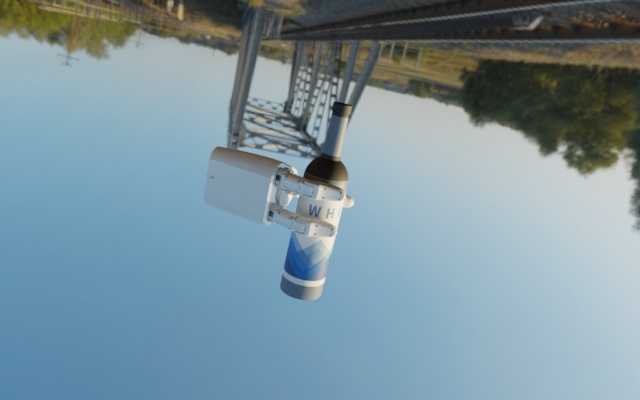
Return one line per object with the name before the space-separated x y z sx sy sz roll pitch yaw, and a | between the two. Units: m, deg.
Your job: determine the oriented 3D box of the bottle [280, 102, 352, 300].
bottle | 0.000 0.003 0.709 0.069 0.296 0.069 12 16 -3
